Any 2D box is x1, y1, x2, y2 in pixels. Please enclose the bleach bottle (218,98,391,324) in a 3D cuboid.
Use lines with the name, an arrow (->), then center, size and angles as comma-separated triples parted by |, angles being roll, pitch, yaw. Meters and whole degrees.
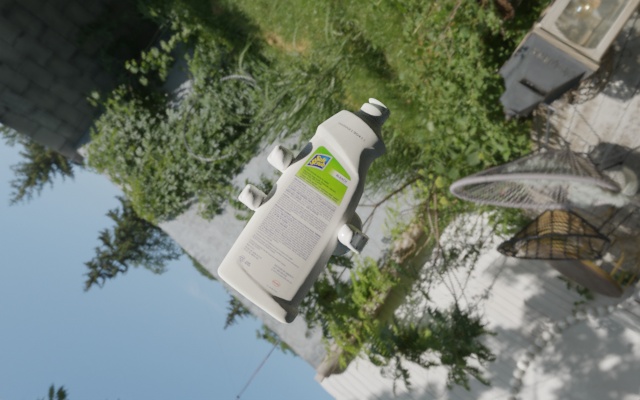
bleach bottle -> 0.000, 0.002, 0.522 | 0.102, 0.251, 0.068 | 36, -3, 2
